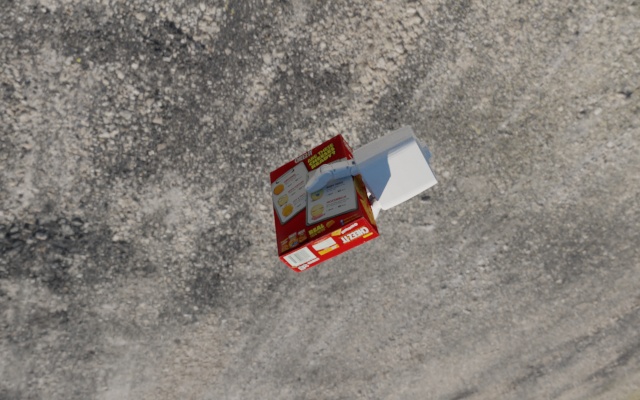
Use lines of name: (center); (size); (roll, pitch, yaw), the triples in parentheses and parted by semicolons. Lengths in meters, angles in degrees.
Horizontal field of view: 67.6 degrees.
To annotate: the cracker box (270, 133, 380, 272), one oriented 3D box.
cracker box: (0.000, 0.003, 0.858); (0.164, 0.213, 0.072); (-27, -46, 16)
